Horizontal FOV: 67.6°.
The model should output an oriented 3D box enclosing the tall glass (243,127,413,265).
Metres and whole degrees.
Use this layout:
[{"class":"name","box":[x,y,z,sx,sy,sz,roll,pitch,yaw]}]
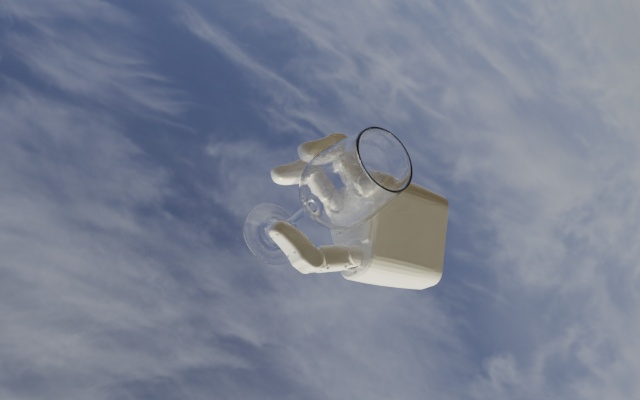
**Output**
[{"class":"tall glass","box":[0.000,0.002,0.475,0.079,0.079,0.201,0,-22,-36]}]
